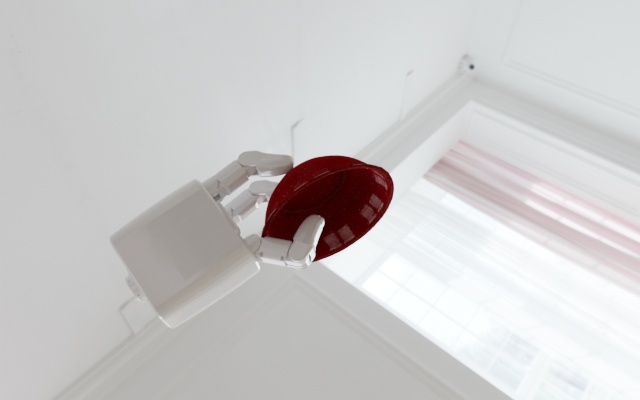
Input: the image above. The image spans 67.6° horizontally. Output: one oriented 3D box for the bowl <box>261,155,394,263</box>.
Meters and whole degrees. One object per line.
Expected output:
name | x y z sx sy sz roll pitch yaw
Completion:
bowl | 0.001 0.001 0.537 0.162 0.055 0.162 -20 -35 -15
